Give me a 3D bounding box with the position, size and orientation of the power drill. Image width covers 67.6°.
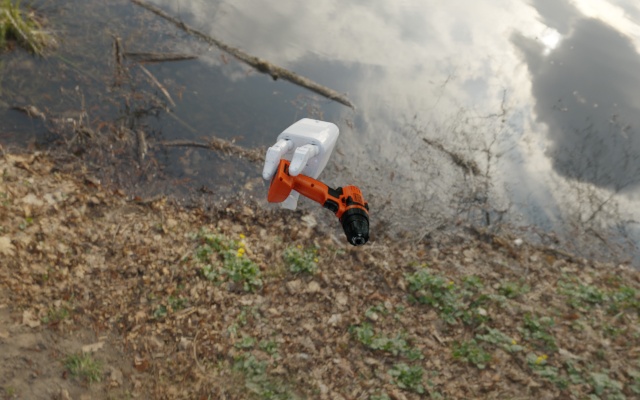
[{"bbox_3d":[0.000,0.002,0.862,0.188,0.057,0.184,24,22,-13],"label":"power drill"}]
